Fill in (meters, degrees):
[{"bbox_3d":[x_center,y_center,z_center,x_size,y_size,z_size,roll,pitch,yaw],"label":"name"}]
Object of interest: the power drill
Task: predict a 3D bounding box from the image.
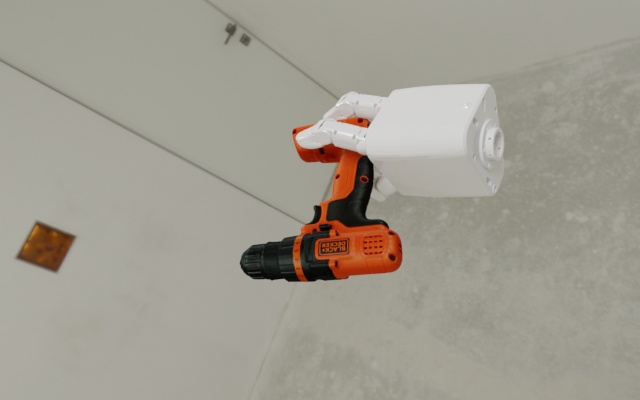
[{"bbox_3d":[0.000,0.001,0.550,0.184,0.187,0.057,-6,-26,17],"label":"power drill"}]
